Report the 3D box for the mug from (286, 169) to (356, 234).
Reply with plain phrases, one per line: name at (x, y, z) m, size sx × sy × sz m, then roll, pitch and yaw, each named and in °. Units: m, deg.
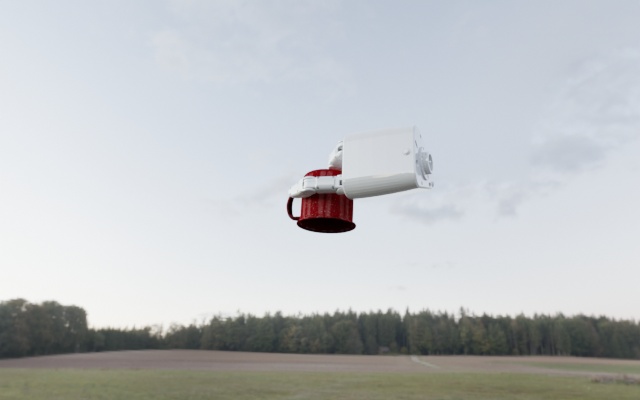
mug at (-0.001, 0.002, 0.756) m, size 0.117 × 0.081 × 0.093 m, roll -6°, pitch -21°, yaw 26°
